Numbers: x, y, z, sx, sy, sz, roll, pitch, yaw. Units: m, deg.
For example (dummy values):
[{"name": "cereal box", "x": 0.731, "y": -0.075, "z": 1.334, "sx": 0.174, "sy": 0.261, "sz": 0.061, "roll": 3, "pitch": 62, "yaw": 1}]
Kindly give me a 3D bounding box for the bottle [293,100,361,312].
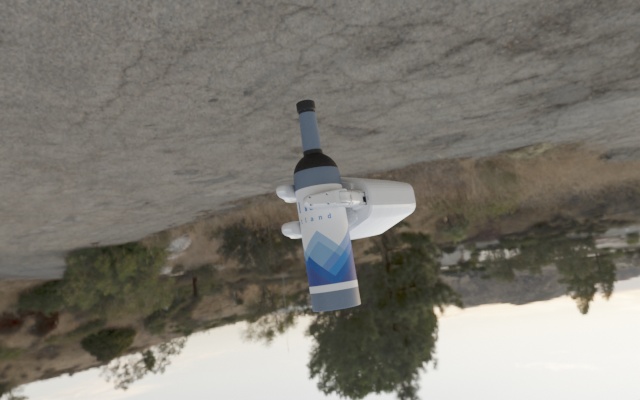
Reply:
[{"name": "bottle", "x": 0.000, "y": 0.002, "z": 0.672, "sx": 0.069, "sy": 0.295, "sz": 0.069, "roll": -9, "pitch": -8, "yaw": -1}]
